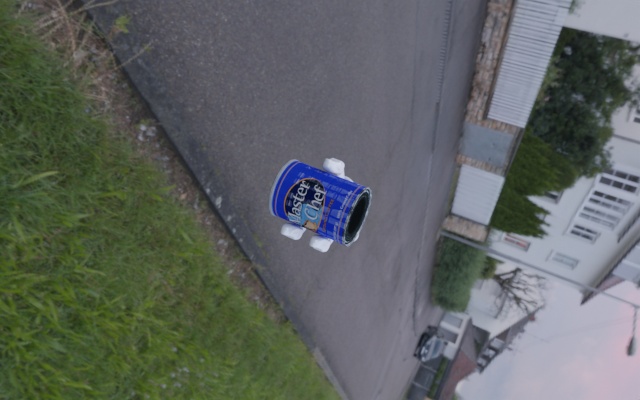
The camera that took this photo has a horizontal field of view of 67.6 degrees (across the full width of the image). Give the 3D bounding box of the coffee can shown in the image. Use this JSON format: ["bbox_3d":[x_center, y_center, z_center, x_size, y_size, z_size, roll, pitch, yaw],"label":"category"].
[{"bbox_3d":[0.000,0.002,0.791,0.140,0.103,0.103,22,8,20],"label":"coffee can"}]
